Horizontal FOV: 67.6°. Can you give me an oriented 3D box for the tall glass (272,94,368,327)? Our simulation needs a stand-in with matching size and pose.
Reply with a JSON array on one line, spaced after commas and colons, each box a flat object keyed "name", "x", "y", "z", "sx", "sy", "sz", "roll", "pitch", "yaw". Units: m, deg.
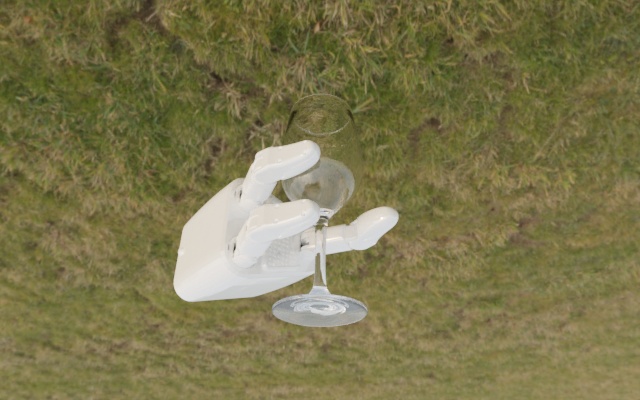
[{"name": "tall glass", "x": 0.000, "y": 0.002, "z": 0.419, "sx": 0.079, "sy": 0.201, "sz": 0.079, "roll": 1, "pitch": -31, "yaw": 0}]
